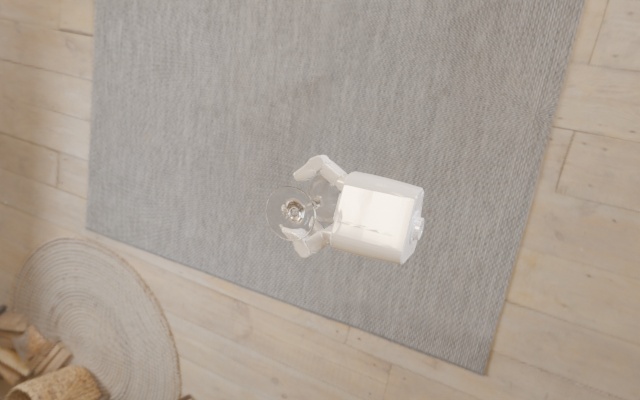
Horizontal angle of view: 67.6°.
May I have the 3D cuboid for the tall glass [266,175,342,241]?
[{"bbox_3d":[0.000,0.002,0.722,0.079,0.079,0.201,0,9,24],"label":"tall glass"}]
